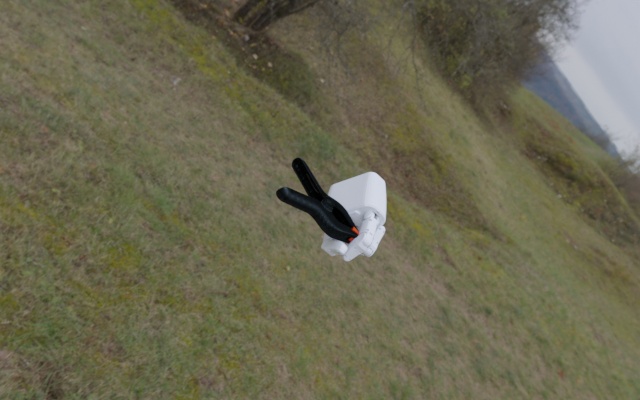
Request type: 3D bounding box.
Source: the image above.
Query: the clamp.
[{"bbox_3d":[0.001,0.003,0.808,0.039,0.120,0.171,-32,-61,33],"label":"clamp"}]
